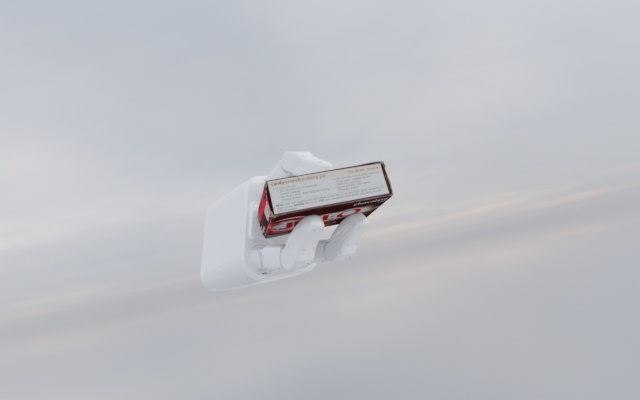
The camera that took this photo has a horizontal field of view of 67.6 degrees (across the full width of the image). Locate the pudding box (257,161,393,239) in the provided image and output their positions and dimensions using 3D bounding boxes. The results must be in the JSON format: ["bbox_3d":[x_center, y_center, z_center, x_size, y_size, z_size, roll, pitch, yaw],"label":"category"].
[{"bbox_3d":[0.000,0.001,0.453,0.113,0.039,0.090,-12,-12,-14],"label":"pudding box"}]
